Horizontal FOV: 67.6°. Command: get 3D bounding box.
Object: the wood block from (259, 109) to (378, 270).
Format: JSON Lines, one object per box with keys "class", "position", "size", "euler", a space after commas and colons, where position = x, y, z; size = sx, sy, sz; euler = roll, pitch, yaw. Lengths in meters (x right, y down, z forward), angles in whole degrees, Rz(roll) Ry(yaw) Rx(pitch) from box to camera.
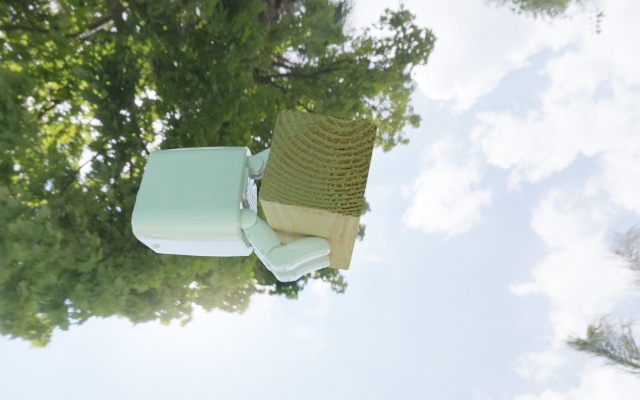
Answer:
{"class": "wood block", "position": [0.000, 0.001, 0.501], "size": [0.090, 0.090, 0.206], "euler": [10, -20, 4]}
